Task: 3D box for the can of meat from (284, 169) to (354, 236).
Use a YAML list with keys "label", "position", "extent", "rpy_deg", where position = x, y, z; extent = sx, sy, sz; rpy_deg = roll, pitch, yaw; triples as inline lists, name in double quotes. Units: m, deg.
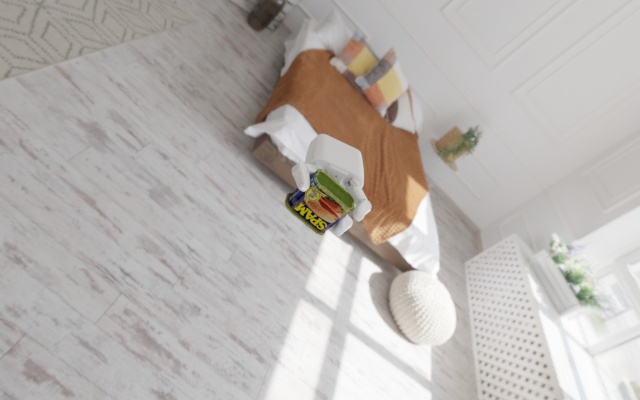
- label: "can of meat"
  position: [0.000, 0.003, 0.878]
  extent: [0.084, 0.102, 0.057]
  rpy_deg: [-39, 22, 28]
